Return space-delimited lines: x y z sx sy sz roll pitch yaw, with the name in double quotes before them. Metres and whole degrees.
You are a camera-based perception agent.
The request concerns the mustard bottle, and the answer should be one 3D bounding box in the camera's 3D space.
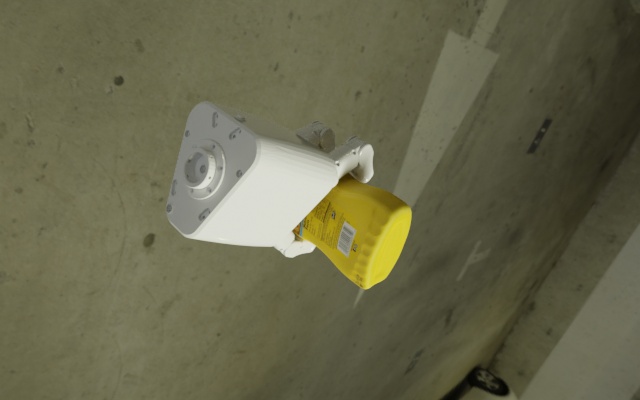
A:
"mustard bottle" 0.000 0.002 0.505 0.191 0.096 0.058 35 38 31
